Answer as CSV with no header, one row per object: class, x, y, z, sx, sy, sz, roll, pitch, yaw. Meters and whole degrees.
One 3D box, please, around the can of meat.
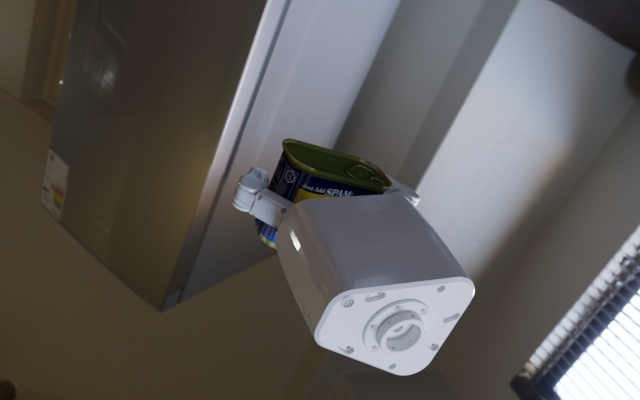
can of meat,0.000,0.002,0.432,0.102,0.084,0.057,12,26,-28
